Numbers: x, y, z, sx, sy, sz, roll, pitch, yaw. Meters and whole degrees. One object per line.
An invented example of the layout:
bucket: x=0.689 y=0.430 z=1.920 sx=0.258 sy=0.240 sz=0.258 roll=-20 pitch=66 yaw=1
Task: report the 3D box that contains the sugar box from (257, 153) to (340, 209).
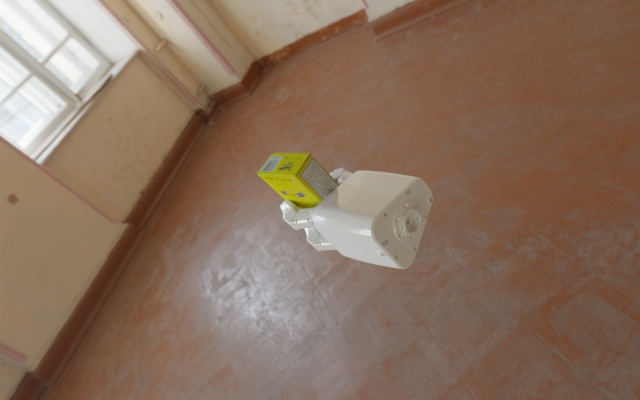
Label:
sugar box: x=0.000 y=0.003 z=0.688 sx=0.093 sy=0.048 sz=0.176 roll=7 pitch=-33 yaw=51
